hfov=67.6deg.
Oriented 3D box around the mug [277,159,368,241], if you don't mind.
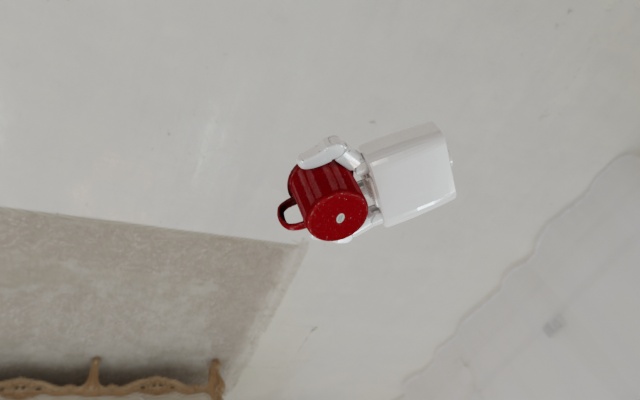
[{"bbox_3d":[-0.001,0.003,0.610,0.117,0.093,0.081,-22,42,-1],"label":"mug"}]
